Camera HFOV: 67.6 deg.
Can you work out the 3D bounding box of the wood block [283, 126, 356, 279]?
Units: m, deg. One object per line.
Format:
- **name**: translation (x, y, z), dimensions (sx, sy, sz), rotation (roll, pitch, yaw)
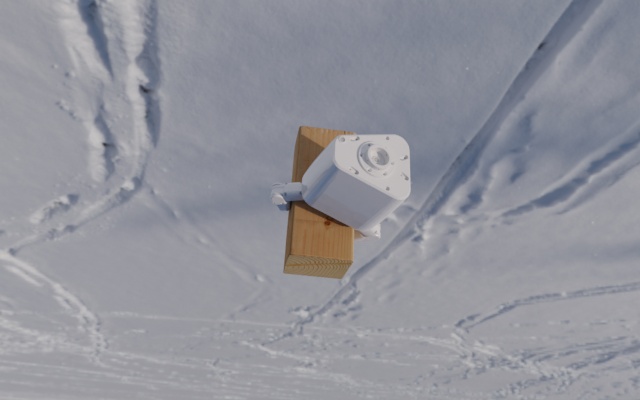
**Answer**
- **wood block**: translation (0.000, 0.002, 0.717), dimensions (0.091, 0.206, 0.090), rotation (7, -26, -7)
